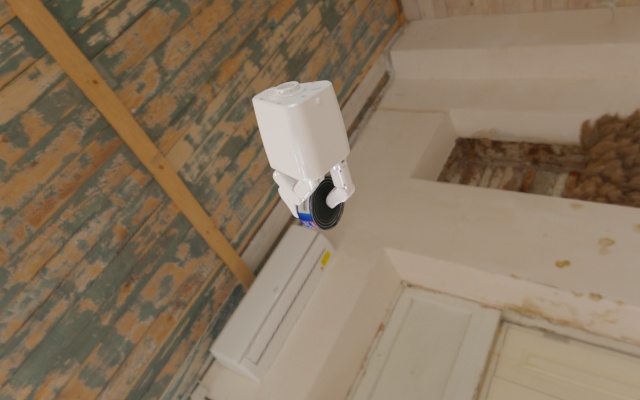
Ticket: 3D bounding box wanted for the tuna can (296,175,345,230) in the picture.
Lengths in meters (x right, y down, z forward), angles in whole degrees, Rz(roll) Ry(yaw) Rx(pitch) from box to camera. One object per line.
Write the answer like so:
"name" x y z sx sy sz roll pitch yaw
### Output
"tuna can" 0.000 0.002 0.748 0.034 0.086 0.086 5 3 38
